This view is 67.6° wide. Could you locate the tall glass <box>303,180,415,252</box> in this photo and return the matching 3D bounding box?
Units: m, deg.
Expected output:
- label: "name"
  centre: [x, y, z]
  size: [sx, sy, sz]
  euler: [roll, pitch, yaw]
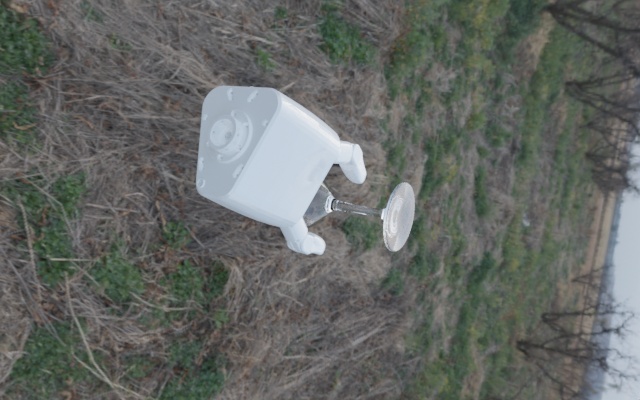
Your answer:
- label: "tall glass"
  centre: [0.001, 0.002, 0.549]
  size: [0.201, 0.079, 0.079]
  euler: [11, 5, 32]
